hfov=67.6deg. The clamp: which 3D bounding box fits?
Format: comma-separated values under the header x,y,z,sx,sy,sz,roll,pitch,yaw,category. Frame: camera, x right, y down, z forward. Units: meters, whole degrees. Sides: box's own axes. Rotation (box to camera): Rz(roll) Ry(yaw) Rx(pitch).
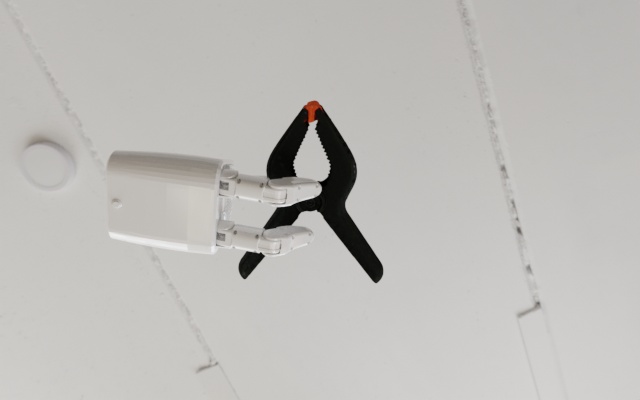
x,y,z,sx,sy,sz,roll,pitch,yaw,category
0.000,0.001,0.515,0.164,0.210,0.036,7,21,-2,clamp
